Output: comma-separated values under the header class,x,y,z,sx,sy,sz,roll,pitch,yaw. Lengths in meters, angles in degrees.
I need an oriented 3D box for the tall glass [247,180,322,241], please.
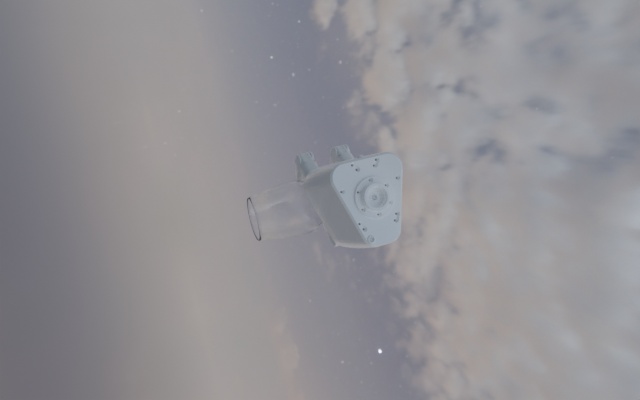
class,x,y,z,sx,sy,sz,roll,pitch,yaw
tall glass,0.001,0.002,0.683,0.201,0.079,0.079,-14,4,-17
